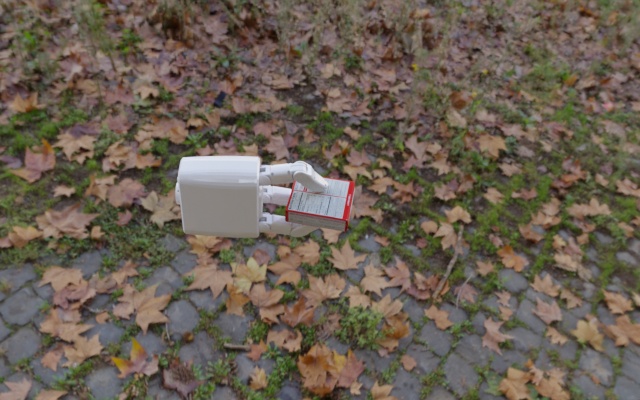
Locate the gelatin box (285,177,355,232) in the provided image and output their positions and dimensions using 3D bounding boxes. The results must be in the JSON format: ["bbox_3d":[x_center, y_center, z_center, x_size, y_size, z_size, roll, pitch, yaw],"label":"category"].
[{"bbox_3d":[0.000,0.002,0.678,0.089,0.073,0.030,9,-40,6],"label":"gelatin box"}]
